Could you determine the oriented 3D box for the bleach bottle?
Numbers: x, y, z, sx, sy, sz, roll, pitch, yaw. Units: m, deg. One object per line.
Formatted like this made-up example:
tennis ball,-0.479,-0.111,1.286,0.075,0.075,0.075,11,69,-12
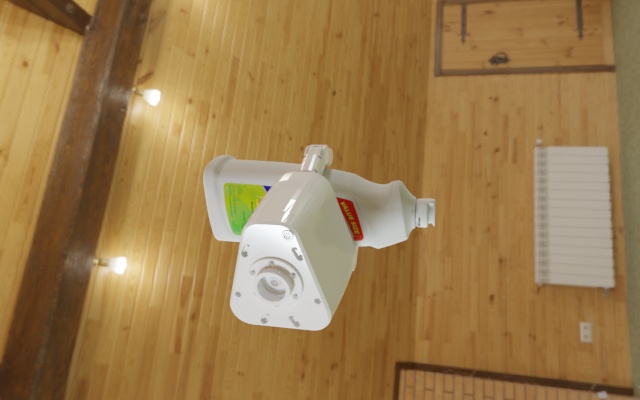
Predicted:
bleach bottle,0.000,0.002,0.536,0.251,0.103,0.068,2,23,14
